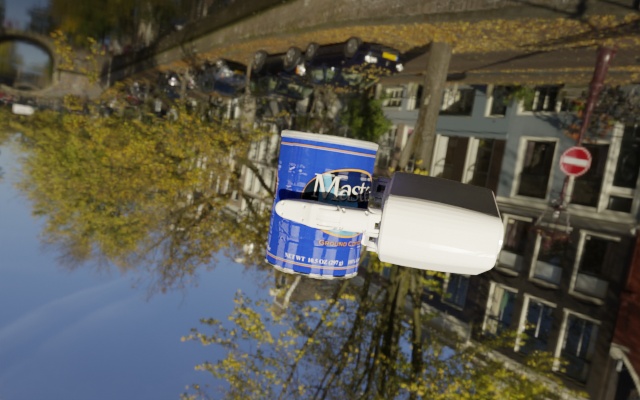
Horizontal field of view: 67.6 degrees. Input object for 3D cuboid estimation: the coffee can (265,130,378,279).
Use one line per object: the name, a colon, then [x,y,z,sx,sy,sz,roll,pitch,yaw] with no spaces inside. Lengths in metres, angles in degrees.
coffee can: [0.000,0.001,0.510,0.103,0.140,0.103,8,6,-1]
